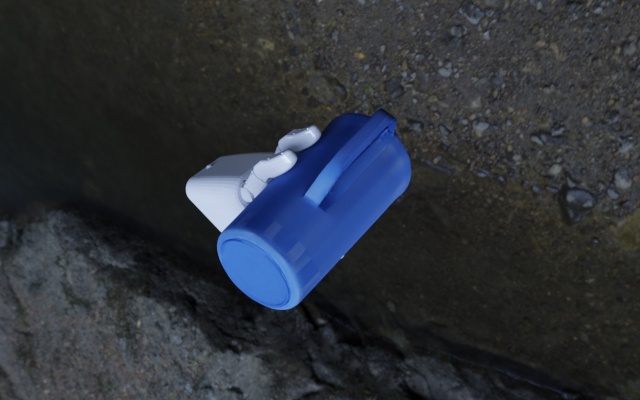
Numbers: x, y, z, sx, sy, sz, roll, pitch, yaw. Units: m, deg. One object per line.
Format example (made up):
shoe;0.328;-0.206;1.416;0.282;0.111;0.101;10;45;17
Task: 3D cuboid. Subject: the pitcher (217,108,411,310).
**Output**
pitcher;0.000;0.002;0.551;0.145;0.149;0.242;4;36;38
